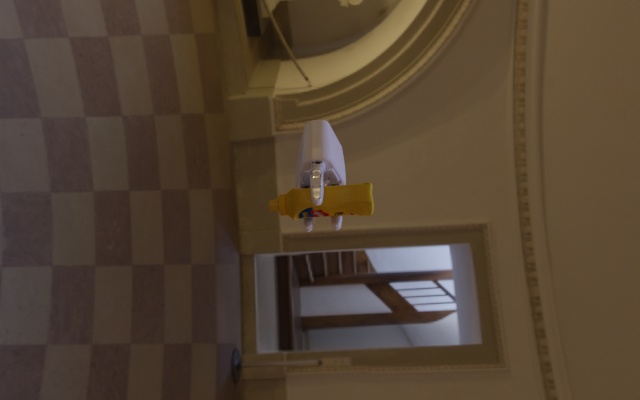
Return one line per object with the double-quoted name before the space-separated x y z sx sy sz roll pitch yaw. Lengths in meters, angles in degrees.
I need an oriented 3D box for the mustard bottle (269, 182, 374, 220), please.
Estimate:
"mustard bottle" 0.000 0.003 0.880 0.191 0.058 0.096 -3 -11 4
